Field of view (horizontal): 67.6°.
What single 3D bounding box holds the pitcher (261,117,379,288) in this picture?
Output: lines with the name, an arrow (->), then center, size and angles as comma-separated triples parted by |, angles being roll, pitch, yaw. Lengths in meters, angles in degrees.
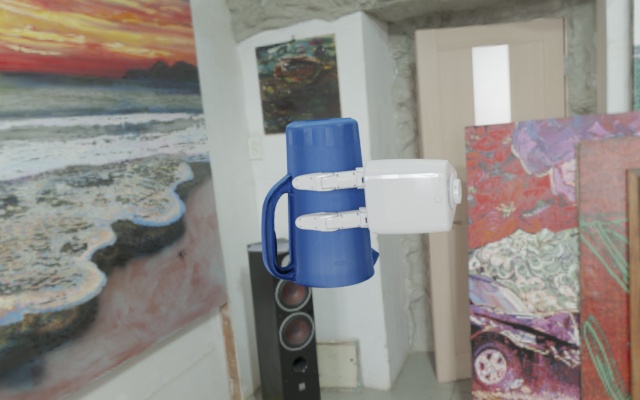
pitcher -> 0.000, 0.002, 0.715 | 0.145, 0.243, 0.149 | -1, 9, 23
